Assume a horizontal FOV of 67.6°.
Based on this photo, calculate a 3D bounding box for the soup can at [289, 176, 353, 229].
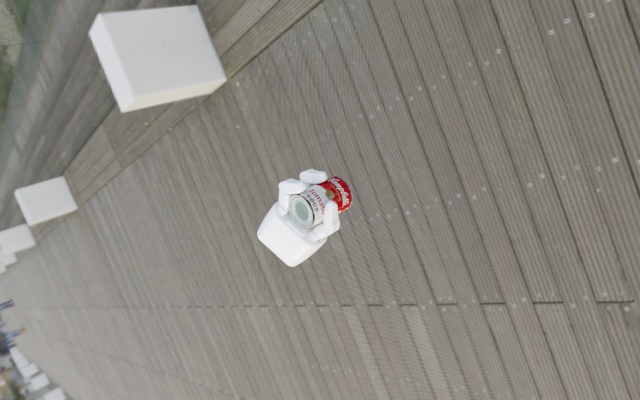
[{"bbox_3d":[0.000,0.003,0.872,0.102,0.068,0.068,-25,16,-38],"label":"soup can"}]
